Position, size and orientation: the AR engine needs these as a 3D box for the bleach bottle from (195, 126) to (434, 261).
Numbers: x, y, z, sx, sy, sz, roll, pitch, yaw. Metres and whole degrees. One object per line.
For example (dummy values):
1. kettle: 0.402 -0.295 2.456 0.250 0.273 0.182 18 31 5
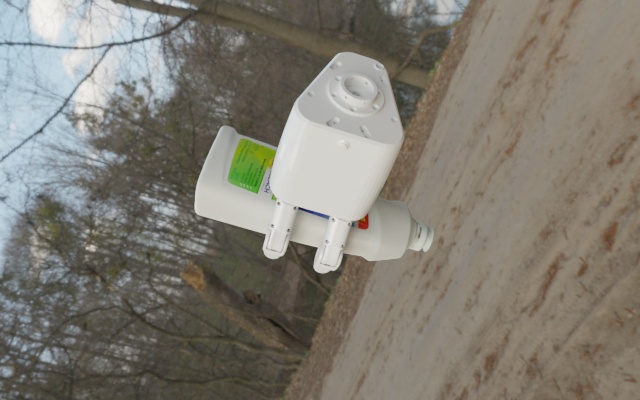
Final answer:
1. bleach bottle: 0.000 0.002 0.519 0.251 0.102 0.068 16 -39 -5
